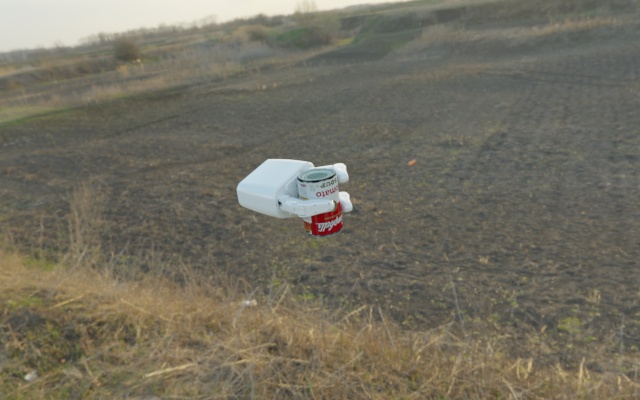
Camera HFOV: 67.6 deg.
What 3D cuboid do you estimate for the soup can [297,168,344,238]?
[{"bbox_3d":[0.000,0.003,0.812,0.068,0.102,0.068,-7,21,3],"label":"soup can"}]
